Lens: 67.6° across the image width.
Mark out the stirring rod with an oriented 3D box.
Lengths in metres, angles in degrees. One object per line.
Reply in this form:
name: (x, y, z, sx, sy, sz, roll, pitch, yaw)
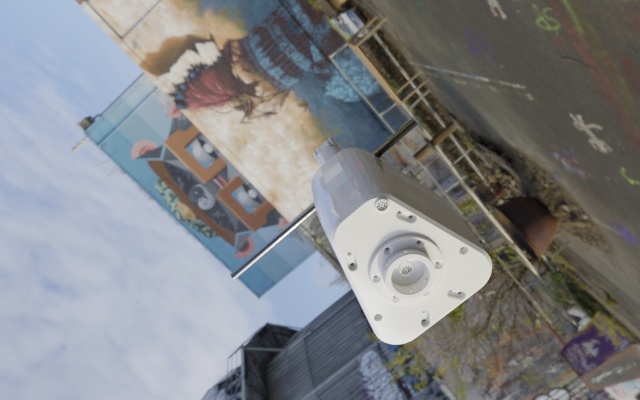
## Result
stirring rod: (0.000, 0.001, 0.475, 0.239, 0.011, 0.011, -40, -8, 9)
